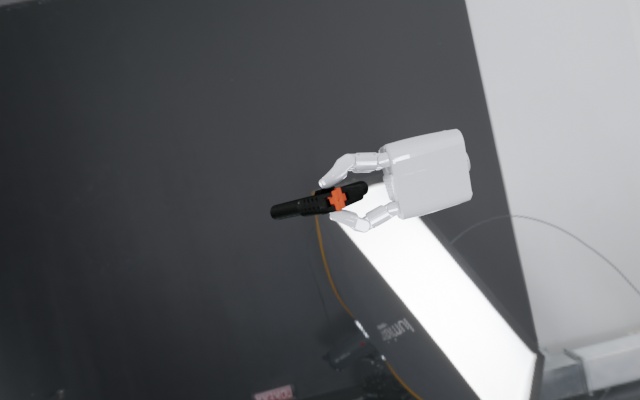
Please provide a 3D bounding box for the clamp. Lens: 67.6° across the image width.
[{"bbox_3d":[0.001,0.003,0.690,0.164,0.036,0.210,-17,2,0],"label":"clamp"}]
